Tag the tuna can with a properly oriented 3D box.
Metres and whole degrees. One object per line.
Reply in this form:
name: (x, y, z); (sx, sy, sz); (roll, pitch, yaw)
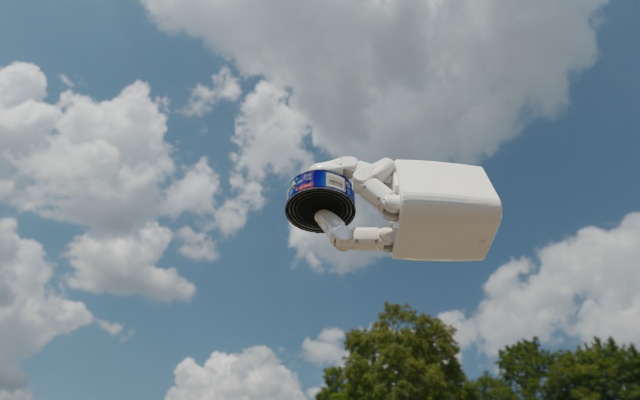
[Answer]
tuna can: (0.000, 0.001, 0.586); (0.086, 0.033, 0.086); (1, -40, 1)
